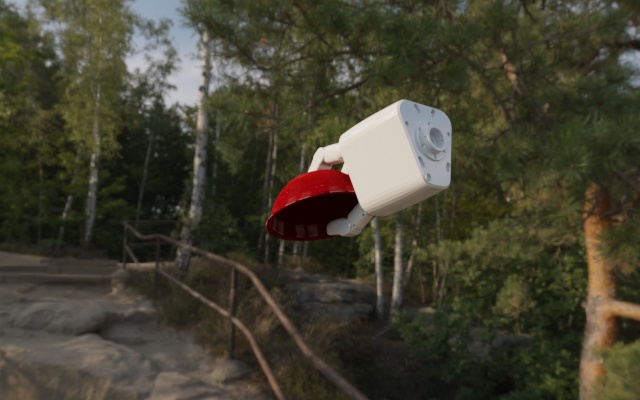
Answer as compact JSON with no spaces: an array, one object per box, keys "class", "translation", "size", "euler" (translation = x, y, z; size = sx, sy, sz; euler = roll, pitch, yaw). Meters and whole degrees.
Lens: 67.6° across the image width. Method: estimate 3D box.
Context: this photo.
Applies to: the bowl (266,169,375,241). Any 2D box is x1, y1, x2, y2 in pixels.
[{"class":"bowl","translation":[-0.001,0.002,0.671],"size":[0.162,0.055,0.162],"euler":[-10,-25,-5]}]
